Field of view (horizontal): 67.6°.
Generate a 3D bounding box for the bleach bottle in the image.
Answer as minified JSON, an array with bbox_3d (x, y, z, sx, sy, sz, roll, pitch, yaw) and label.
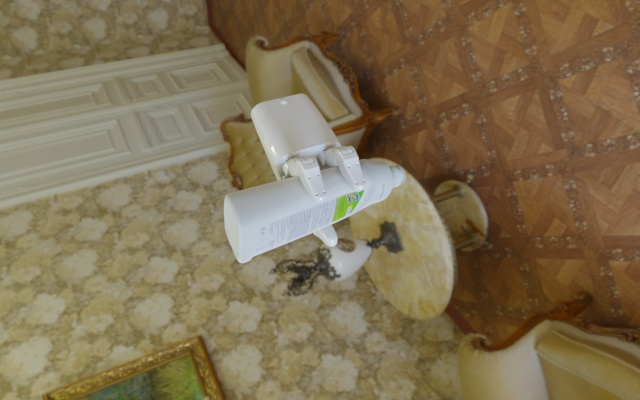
[{"bbox_3d":[0.000,0.002,0.643,0.251,0.068,0.103,-17,-29,-21],"label":"bleach bottle"}]
